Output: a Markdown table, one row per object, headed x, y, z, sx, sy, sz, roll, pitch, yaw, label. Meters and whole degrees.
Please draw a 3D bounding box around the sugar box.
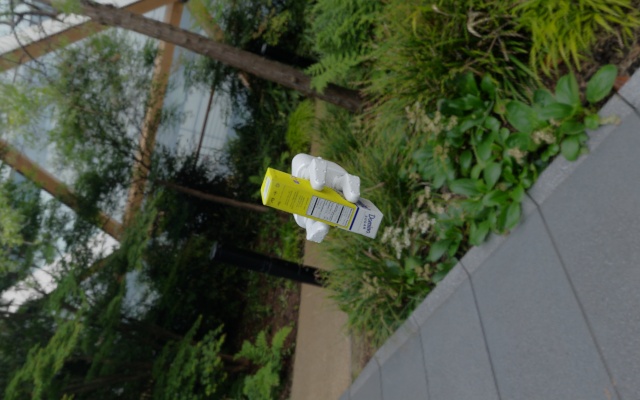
| x | y | z | sx | sy | sz | roll | pitch | yaw | label |
| --- | --- | --- | --- | --- | --- | --- | --- | --- | --- |
| 0.000 | 0.002 | 0.729 | 0.176 | 0.048 | 0.093 | 15 | 12 | -13 | sugar box |
